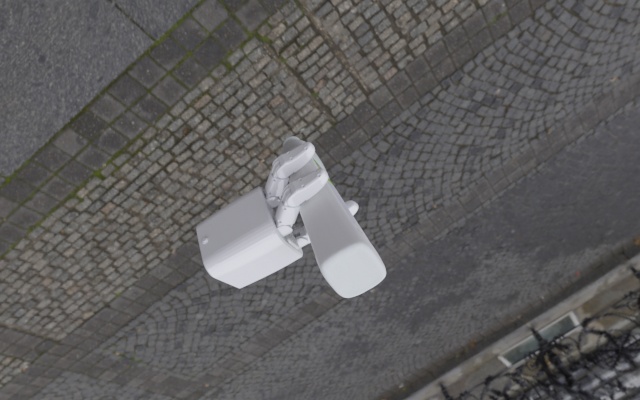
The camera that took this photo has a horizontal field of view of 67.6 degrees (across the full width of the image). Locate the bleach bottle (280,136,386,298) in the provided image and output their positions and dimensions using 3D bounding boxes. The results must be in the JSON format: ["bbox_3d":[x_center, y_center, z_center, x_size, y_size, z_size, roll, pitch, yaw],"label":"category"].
[{"bbox_3d":[0.000,0.002,0.641,0.068,0.250,0.103,-30,-43,4],"label":"bleach bottle"}]
